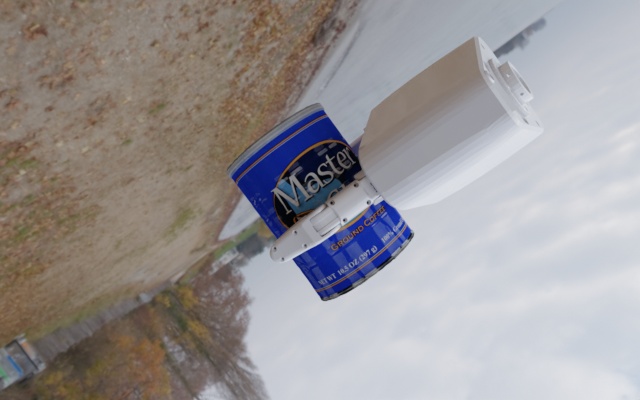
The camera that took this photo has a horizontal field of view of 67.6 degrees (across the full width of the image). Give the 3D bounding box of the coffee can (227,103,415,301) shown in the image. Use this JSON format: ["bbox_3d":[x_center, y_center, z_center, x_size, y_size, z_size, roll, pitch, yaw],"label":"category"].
[{"bbox_3d":[0.000,0.001,0.422,0.103,0.140,0.103,-36,2,1],"label":"coffee can"}]
